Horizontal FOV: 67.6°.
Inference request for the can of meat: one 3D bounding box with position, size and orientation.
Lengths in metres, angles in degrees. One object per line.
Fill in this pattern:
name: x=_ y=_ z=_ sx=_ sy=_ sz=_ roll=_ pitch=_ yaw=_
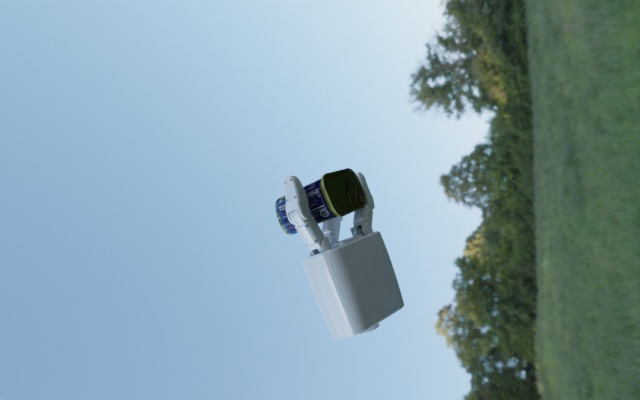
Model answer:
can of meat: x=0.000 y=0.002 z=0.632 sx=0.084 sy=0.057 sz=0.102 roll=-24 pitch=-2 yaw=29
